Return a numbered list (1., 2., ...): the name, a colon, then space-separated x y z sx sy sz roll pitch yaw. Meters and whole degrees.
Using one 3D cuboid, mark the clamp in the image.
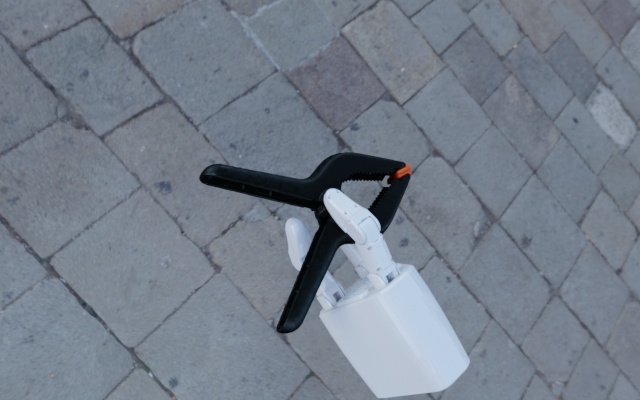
1. clamp: 0.001 0.001 0.463 0.210 0.164 0.036 -33 -1 -27
